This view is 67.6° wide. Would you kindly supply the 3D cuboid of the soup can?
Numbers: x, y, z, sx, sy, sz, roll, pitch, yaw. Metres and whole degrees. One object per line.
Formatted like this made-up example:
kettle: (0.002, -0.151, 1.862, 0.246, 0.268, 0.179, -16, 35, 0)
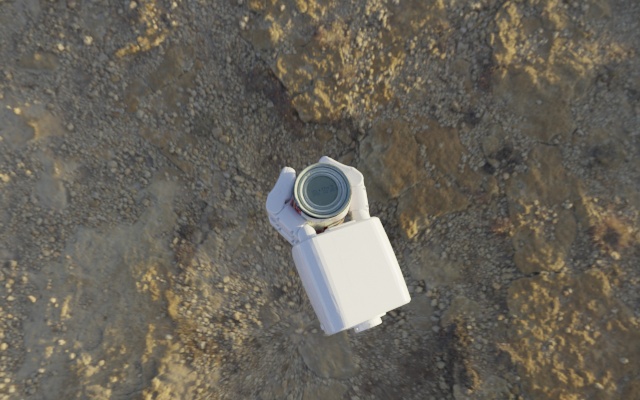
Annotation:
soup can: (0.000, 0.001, 0.575, 0.068, 0.068, 0.102, 0, -15, -2)
